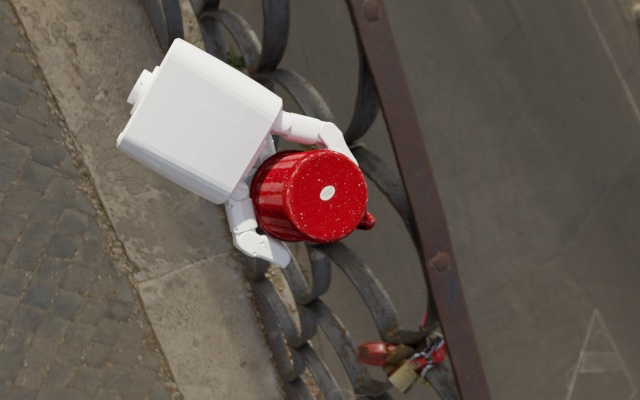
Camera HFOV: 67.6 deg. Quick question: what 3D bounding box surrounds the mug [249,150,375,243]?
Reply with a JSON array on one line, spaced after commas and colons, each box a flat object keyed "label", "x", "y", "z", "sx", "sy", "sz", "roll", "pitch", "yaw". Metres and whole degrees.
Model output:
[{"label": "mug", "x": 0.001, "y": 0.002, "z": 0.446, "sx": 0.117, "sy": 0.093, "sz": 0.081, "roll": 29, "pitch": -11, "yaw": -23}]
